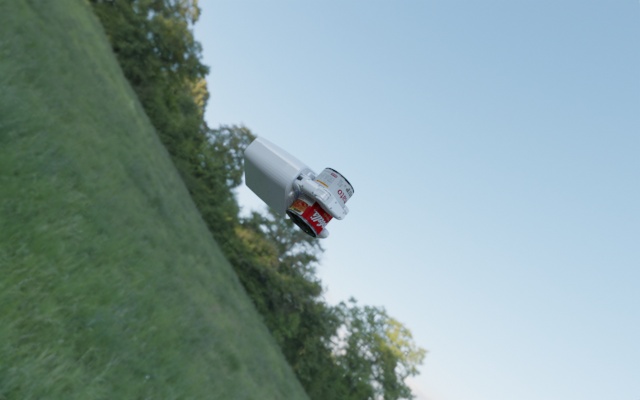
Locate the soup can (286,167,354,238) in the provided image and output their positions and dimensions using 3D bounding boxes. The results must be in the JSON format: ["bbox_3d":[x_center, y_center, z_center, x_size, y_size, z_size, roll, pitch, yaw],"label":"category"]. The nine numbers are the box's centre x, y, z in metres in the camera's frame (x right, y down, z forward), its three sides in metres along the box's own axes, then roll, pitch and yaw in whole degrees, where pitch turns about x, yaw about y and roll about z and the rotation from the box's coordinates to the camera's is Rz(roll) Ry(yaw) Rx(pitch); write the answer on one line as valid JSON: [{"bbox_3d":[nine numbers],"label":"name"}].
[{"bbox_3d":[0.001,0.003,0.802,0.068,0.102,0.068,38,-16,13],"label":"soup can"}]
